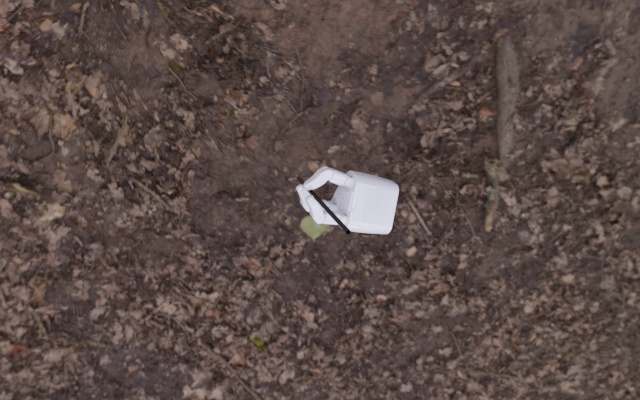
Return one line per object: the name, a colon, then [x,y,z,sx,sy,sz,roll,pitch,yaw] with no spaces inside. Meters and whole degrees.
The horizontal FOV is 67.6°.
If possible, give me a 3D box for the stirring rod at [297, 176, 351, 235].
stirring rod: [0.000,0.003,0.859,0.011,0.011,0.239,0,23,-24]
